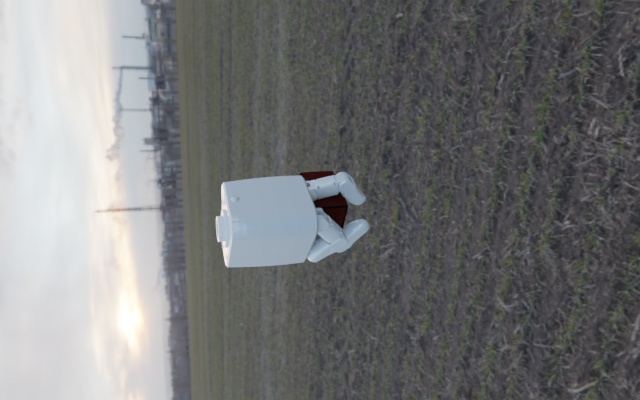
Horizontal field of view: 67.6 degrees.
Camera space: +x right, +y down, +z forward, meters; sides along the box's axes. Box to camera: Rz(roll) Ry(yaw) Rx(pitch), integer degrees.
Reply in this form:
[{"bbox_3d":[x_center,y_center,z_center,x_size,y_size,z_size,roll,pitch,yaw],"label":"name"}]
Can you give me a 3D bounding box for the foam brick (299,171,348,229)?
[{"bbox_3d":[0.000,0.002,0.669,0.051,0.053,0.078,-4,42,-16],"label":"foam brick"}]
